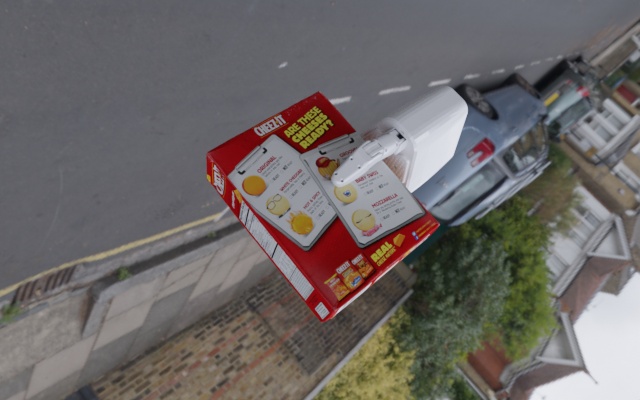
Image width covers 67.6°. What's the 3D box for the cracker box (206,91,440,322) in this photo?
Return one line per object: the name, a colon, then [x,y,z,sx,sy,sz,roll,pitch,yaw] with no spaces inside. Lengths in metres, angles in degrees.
cracker box: [0.000,0.002,0.539,0.164,0.213,0.072,-34,-14,-27]
